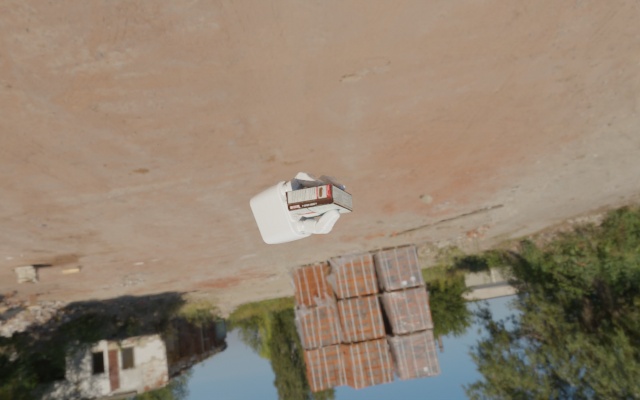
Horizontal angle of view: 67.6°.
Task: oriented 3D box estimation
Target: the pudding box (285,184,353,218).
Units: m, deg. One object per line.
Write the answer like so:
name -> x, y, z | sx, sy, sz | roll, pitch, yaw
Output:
pudding box -> 0.000, 0.003, 0.866 | 0.090, 0.039, 0.113 | -10, -11, 19
